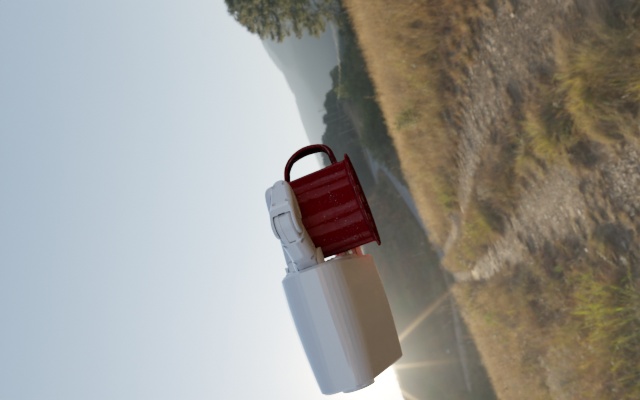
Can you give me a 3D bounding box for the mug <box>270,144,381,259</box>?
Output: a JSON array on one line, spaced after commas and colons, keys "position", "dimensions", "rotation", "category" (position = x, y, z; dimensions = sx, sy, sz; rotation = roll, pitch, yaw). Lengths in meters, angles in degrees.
[{"position": [-0.001, 0.000, 0.461], "dimensions": [0.081, 0.117, 0.093], "rotation": [-21, -13, 8], "category": "mug"}]
